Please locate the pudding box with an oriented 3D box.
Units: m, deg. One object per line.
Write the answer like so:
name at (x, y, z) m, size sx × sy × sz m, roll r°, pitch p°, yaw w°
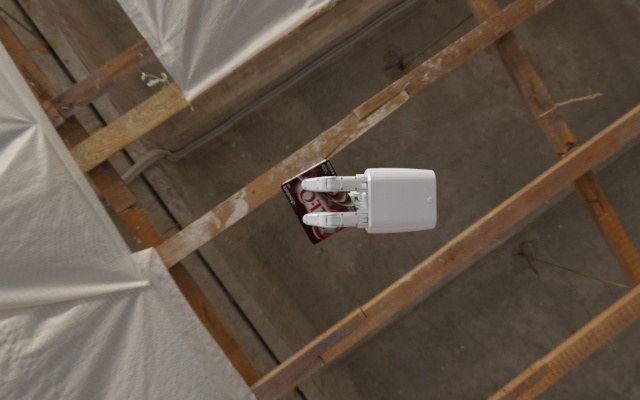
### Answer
pudding box at (0.000, 0.002, 0.769) m, size 0.090 × 0.113 × 0.039 m, roll -29°, pitch 3°, yaw -1°
